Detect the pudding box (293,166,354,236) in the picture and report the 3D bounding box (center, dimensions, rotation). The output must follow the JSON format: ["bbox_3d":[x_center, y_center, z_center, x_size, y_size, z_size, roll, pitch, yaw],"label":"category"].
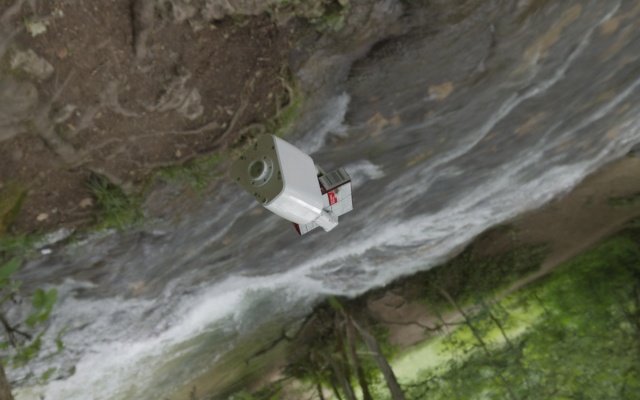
[{"bbox_3d":[0.000,0.003,0.822,0.113,0.039,0.090,-25,-33,-10],"label":"pudding box"}]
